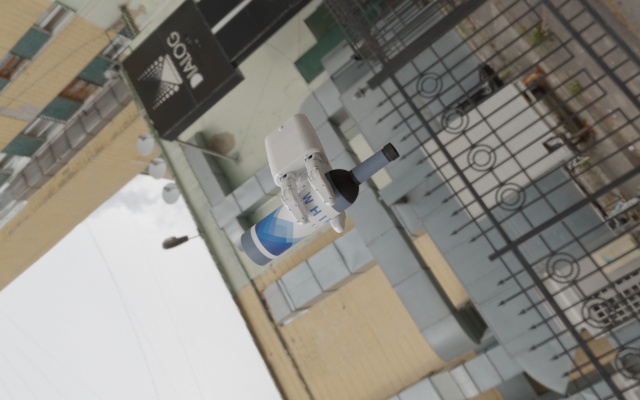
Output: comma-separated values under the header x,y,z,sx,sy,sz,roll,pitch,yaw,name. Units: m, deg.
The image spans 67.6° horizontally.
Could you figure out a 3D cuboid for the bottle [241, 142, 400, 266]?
x,y,z,sx,sy,sz,roll,pitch,yaw,name
0.000,0.003,0.779,0.296,0.069,0.069,-35,-11,16,bottle
